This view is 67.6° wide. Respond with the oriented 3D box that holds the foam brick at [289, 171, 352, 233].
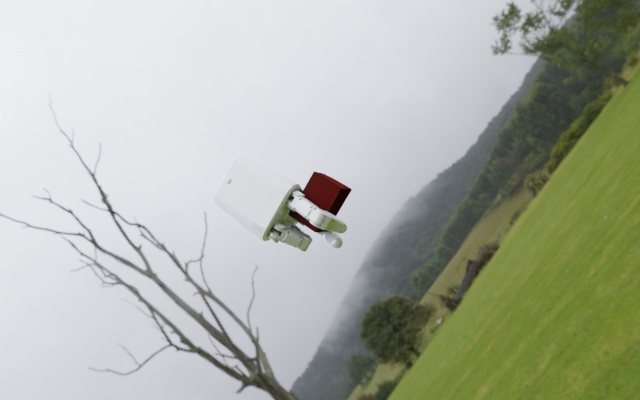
[{"bbox_3d":[0.000,0.002,0.713,0.051,0.078,0.053,34,10,18],"label":"foam brick"}]
